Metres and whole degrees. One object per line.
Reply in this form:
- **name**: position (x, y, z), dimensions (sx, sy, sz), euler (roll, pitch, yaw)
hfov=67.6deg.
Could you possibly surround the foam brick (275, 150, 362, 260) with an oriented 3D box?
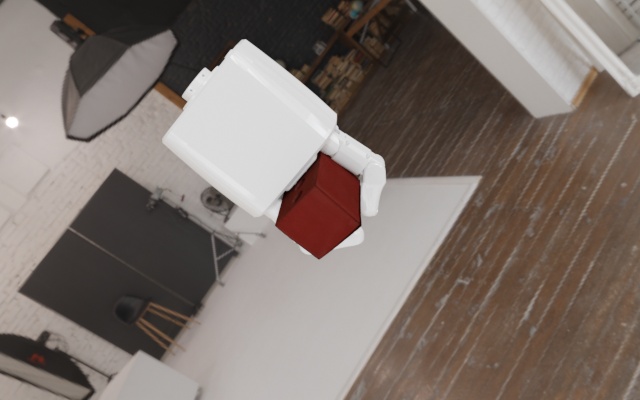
- **foam brick**: position (0.000, 0.001, 0.415), dimensions (0.051, 0.053, 0.078), euler (40, 25, -17)
